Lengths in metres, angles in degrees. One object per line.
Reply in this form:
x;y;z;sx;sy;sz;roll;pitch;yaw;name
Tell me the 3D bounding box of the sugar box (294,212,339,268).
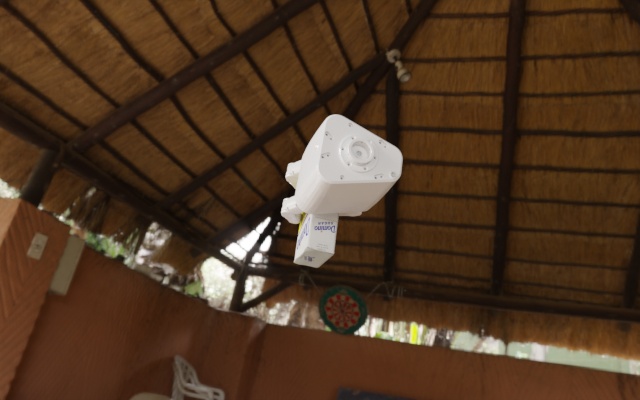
0.000;0.002;0.703;0.048;0.176;0.093;14;-22;-9;sugar box
